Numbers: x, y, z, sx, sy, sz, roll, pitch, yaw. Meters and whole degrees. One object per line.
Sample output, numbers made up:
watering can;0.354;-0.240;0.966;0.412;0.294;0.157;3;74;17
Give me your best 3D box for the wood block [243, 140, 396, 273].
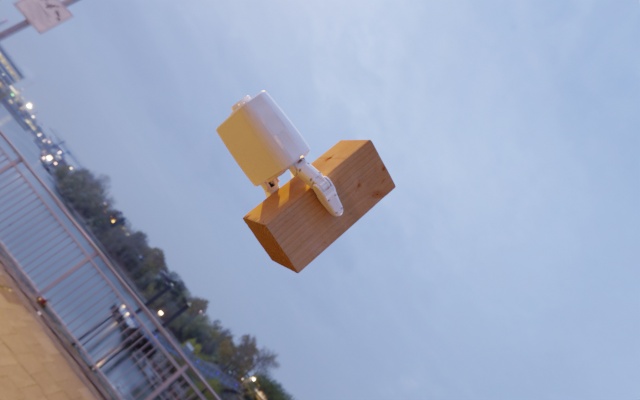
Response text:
wood block;0.000;0.002;0.720;0.206;0.090;0.091;-40;23;-20
